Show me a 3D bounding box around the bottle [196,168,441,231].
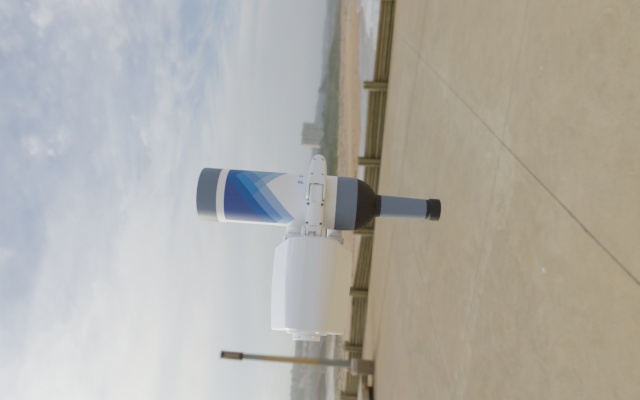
[{"bbox_3d":[0.000,0.002,0.595,0.296,0.069,0.069,4,0,1],"label":"bottle"}]
